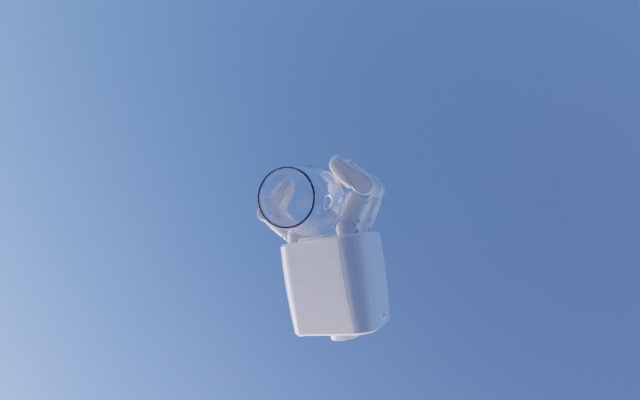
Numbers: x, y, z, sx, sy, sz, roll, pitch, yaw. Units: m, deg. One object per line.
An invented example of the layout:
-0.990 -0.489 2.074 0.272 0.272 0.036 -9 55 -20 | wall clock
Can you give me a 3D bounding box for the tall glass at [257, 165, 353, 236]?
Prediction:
0.000 0.002 0.560 0.079 0.079 0.201 0 -3 20 | tall glass
